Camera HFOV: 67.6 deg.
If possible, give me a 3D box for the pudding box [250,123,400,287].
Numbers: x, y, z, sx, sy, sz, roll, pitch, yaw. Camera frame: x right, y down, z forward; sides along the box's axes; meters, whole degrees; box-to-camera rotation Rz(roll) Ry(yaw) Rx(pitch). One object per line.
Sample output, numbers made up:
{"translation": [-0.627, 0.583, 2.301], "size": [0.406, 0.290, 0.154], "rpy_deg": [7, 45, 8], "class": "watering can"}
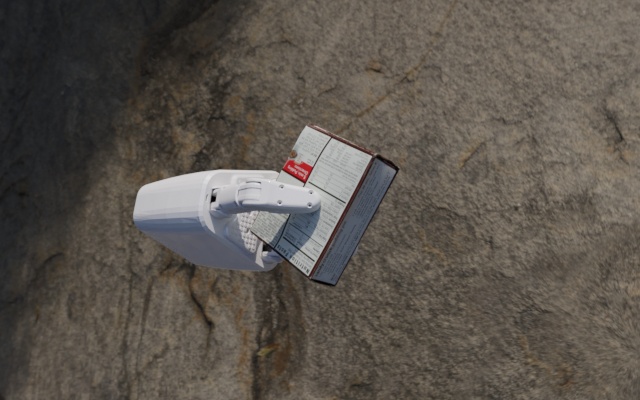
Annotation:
{"translation": [0.000, 0.001, 0.400], "size": [0.090, 0.113, 0.039], "rpy_deg": [32, 7, 42], "class": "pudding box"}
